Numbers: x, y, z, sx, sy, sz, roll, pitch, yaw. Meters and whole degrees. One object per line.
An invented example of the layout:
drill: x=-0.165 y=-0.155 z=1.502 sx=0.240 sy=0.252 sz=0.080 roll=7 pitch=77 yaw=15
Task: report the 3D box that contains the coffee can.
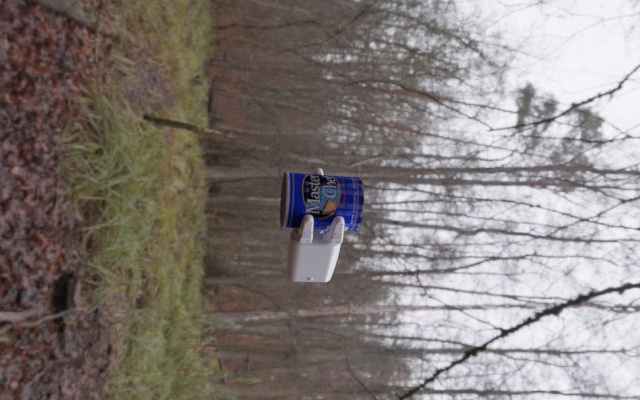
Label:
coffee can: x=0.000 y=0.003 z=0.882 sx=0.140 sy=0.103 sz=0.103 roll=3 pitch=-1 yaw=-9
